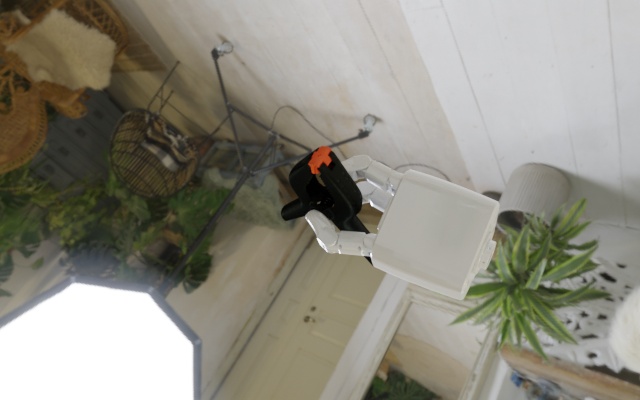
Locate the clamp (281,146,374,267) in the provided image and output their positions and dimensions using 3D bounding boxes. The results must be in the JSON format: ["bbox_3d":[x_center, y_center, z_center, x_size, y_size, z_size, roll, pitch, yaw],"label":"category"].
[{"bbox_3d":[0.000,0.002,0.594,0.164,0.036,0.210,22,-26,25],"label":"clamp"}]
